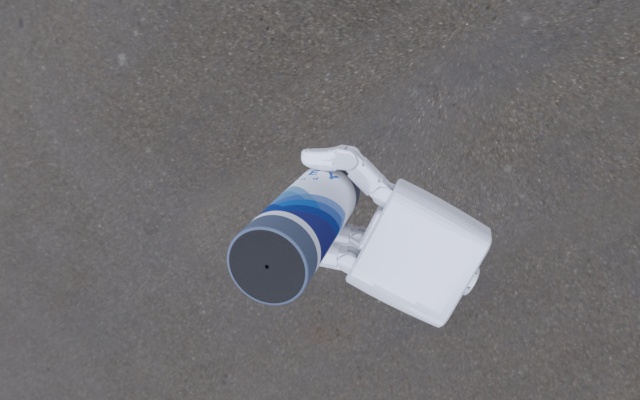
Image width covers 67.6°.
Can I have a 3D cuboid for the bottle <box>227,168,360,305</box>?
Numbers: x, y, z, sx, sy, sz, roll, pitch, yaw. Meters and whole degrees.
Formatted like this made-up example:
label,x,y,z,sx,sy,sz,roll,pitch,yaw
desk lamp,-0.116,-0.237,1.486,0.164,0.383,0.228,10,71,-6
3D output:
label,x,y,z,sx,sy,sz,roll,pitch,yaw
bottle,0.000,0.002,0.491,0.069,0.069,0.295,0,19,17
